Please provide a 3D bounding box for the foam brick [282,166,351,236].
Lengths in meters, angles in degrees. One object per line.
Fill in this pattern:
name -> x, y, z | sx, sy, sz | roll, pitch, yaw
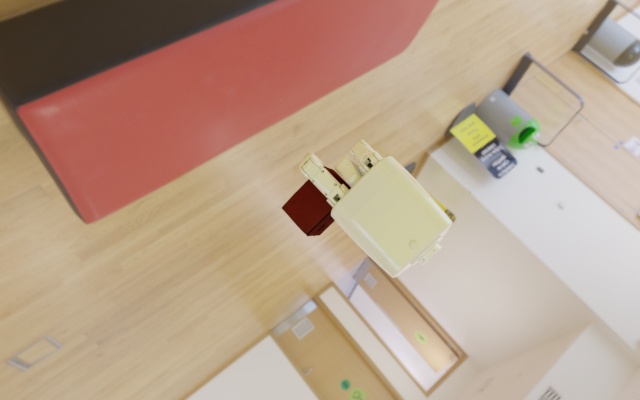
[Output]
foam brick -> 0.000, 0.002, 0.607 | 0.078, 0.051, 0.053 | -45, -14, 11
